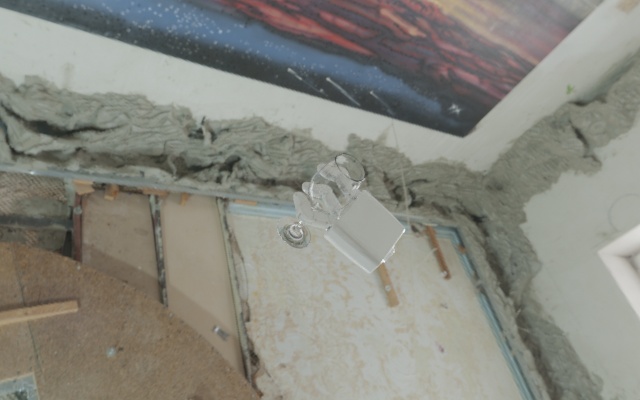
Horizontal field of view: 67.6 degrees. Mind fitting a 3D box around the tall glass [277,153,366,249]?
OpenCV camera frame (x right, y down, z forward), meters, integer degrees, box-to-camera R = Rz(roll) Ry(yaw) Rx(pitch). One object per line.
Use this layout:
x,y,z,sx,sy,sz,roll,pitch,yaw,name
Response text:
0.000,0.003,0.862,0.079,0.079,0.201,0,-37,-39,tall glass
